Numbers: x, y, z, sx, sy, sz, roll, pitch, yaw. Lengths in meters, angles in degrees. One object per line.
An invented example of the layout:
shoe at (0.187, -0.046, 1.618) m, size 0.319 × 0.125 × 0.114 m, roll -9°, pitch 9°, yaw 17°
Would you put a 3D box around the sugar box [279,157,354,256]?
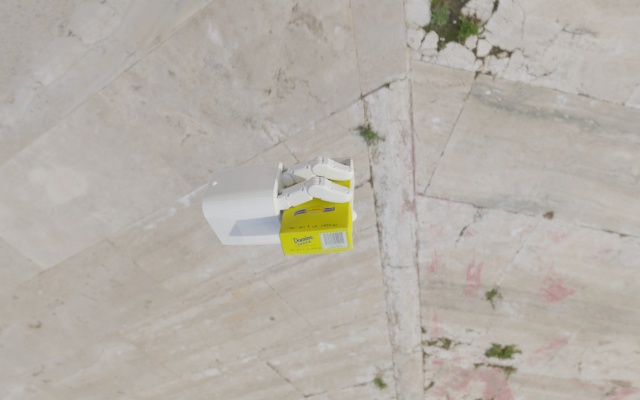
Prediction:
sugar box at (0.000, 0.002, 0.680) m, size 0.093 × 0.048 × 0.176 m, roll -5°, pitch 38°, yaw 8°
